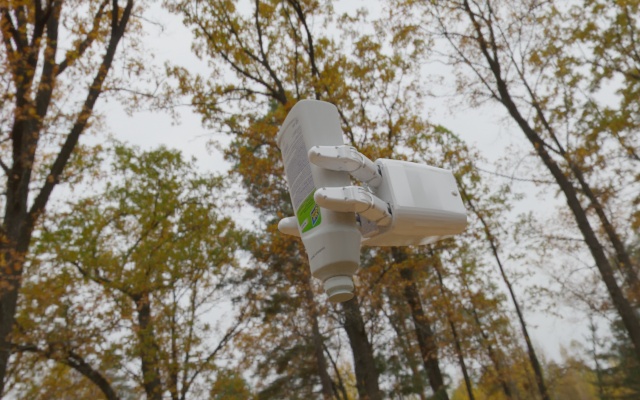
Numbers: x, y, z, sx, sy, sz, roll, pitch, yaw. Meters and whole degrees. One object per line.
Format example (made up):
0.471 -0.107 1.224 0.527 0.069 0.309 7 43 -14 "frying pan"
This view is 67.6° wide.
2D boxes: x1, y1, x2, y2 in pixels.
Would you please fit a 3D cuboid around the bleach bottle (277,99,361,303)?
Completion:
0.000 0.002 0.577 0.068 0.250 0.103 5 -33 -23 "bleach bottle"
